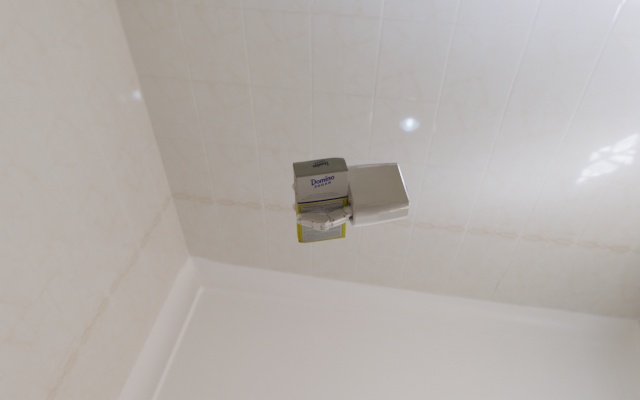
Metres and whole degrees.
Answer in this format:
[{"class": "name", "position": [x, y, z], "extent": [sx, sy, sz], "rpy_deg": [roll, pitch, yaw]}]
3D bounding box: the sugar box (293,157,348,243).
[{"class": "sugar box", "position": [0.000, 0.003, 0.872], "extent": [0.093, 0.176, 0.048], "rpy_deg": [-7, 44, -8]}]
